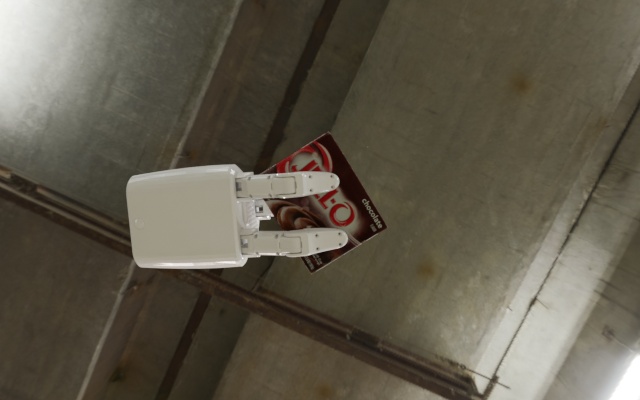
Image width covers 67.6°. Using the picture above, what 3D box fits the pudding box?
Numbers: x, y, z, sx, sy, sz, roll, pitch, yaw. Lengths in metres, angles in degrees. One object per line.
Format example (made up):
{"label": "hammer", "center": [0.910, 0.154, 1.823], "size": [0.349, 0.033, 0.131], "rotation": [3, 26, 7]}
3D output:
{"label": "pudding box", "center": [0.000, 0.002, 0.479], "size": [0.090, 0.113, 0.039], "rotation": [-32, 4, 5]}
